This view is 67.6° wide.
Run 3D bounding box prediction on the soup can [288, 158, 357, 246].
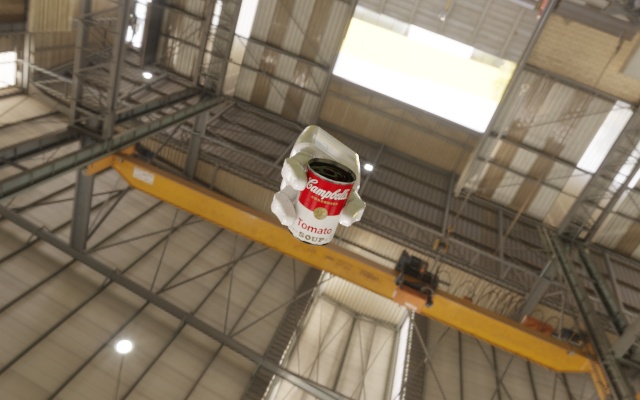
[{"bbox_3d":[0.000,0.003,0.652,0.068,0.102,0.068,16,26,-8],"label":"soup can"}]
